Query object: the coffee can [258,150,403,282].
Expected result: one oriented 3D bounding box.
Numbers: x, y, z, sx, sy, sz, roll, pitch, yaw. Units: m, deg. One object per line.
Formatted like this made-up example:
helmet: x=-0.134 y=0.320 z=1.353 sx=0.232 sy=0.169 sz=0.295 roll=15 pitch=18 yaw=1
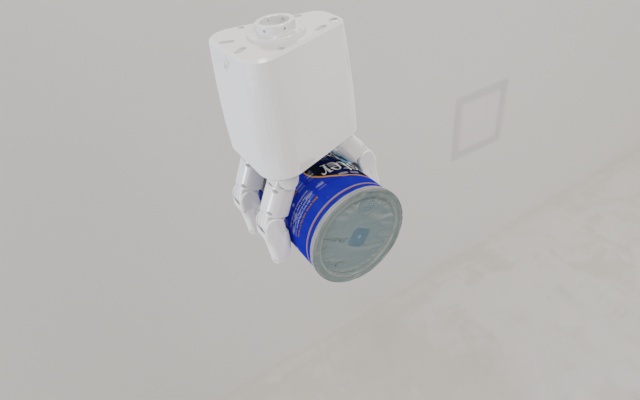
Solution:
coffee can: x=0.000 y=0.002 z=0.492 sx=0.103 sy=0.103 sz=0.140 roll=0 pitch=28 yaw=-37
